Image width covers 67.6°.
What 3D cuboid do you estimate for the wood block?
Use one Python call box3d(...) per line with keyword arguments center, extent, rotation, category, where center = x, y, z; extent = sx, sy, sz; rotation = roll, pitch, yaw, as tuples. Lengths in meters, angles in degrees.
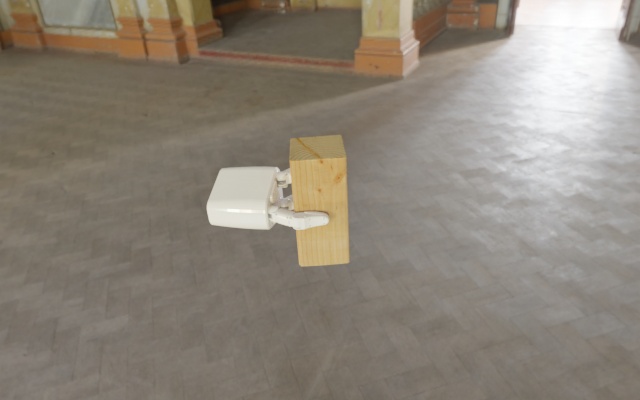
box3d(center=(0.000, 0.003, 0.821), extent=(0.090, 0.206, 0.090), rotation=(-4, 30, 0), category="wood block")
